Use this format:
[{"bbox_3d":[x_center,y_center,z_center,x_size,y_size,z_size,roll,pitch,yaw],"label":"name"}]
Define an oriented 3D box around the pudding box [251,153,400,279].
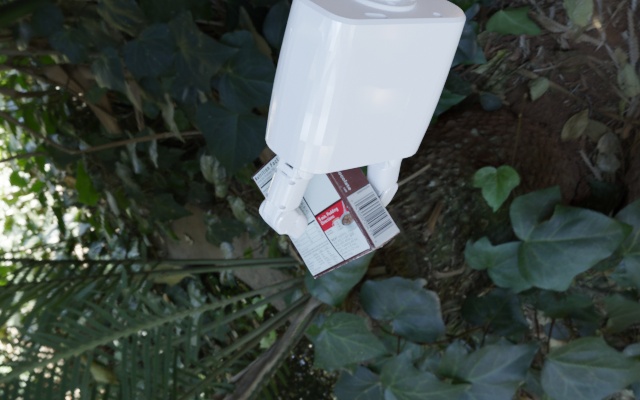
[{"bbox_3d":[0.000,0.001,0.406,0.039,0.113,0.090,-28,-5,-40],"label":"pudding box"}]
